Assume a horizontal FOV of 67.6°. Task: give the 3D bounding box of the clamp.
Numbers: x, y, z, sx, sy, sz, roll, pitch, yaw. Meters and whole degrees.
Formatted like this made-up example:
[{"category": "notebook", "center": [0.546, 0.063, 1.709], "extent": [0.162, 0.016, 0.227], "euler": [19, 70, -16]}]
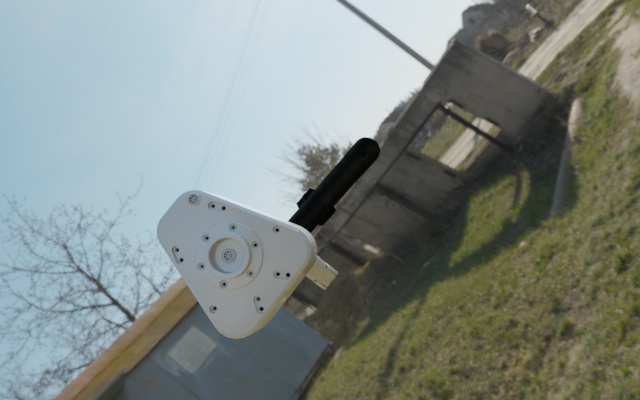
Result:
[{"category": "clamp", "center": [-0.001, 0.001, 0.480], "extent": [0.039, 0.171, 0.120], "euler": [38, -5, 5]}]
